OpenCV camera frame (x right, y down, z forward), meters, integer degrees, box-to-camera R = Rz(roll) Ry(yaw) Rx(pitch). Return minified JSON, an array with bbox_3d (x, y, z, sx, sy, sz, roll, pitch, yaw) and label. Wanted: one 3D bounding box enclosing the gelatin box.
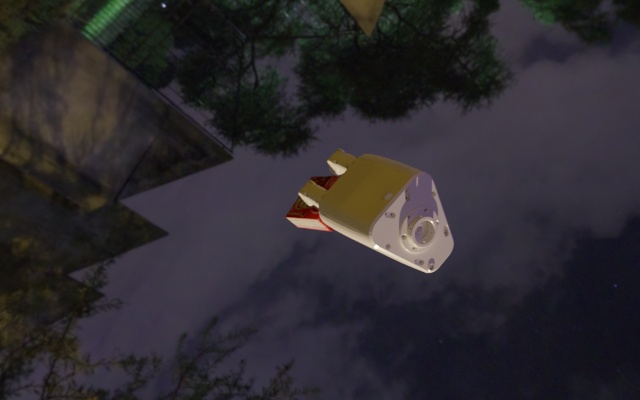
[{"bbox_3d":[0.000,0.002,0.653,0.030,0.073,0.089,41,-20,-26],"label":"gelatin box"}]
